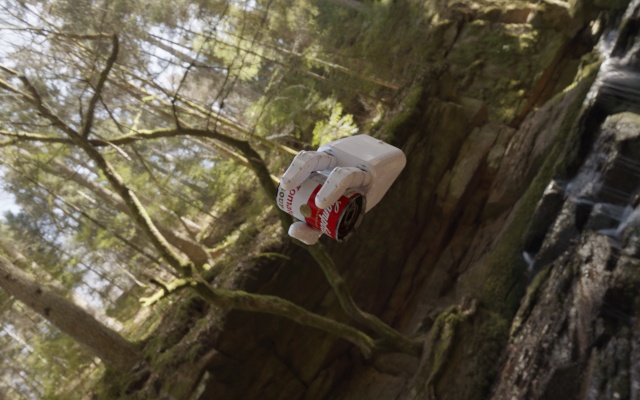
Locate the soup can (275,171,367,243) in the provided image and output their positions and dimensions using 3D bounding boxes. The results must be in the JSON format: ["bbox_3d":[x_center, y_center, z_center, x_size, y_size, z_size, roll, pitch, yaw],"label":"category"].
[{"bbox_3d":[0.000,0.002,0.625,0.102,0.068,0.068,28,12,25],"label":"soup can"}]
